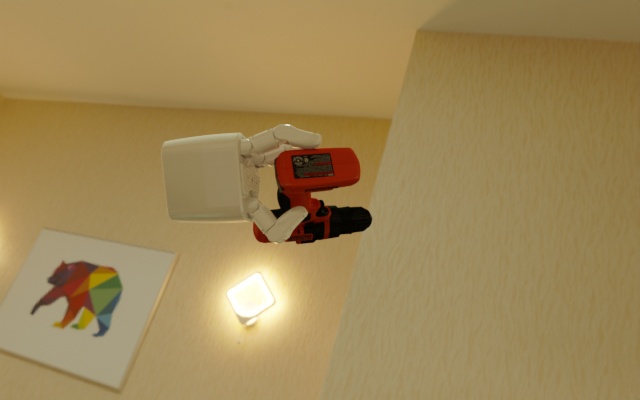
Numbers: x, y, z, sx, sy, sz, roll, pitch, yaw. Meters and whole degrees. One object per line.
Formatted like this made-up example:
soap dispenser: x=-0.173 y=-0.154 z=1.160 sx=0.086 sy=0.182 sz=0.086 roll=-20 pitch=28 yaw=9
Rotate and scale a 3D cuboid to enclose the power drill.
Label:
power drill: x=0.000 y=0.002 z=0.668 sx=0.184 sy=0.057 sz=0.188 roll=-6 pitch=-30 yaw=-13
